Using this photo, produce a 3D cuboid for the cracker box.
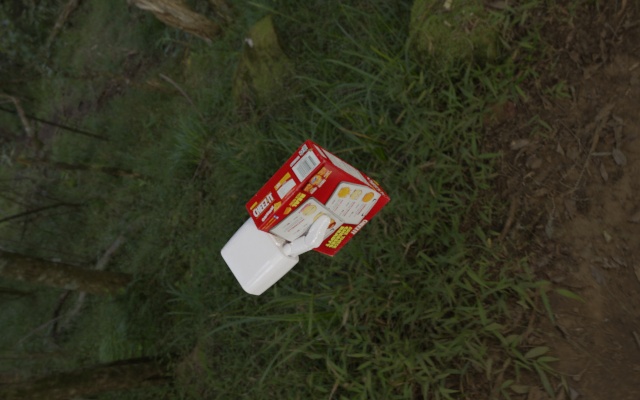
[{"bbox_3d":[0.000,0.003,0.853,0.214,0.164,0.072,25,24,-49],"label":"cracker box"}]
